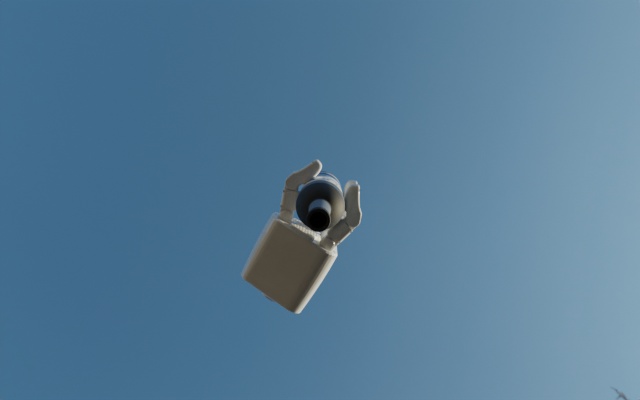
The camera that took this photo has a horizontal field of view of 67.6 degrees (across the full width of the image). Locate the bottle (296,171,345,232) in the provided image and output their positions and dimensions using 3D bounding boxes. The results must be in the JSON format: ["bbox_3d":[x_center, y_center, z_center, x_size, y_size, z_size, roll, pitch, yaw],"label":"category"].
[{"bbox_3d":[0.000,0.002,0.681,0.069,0.069,0.295,0,8,1],"label":"bottle"}]
